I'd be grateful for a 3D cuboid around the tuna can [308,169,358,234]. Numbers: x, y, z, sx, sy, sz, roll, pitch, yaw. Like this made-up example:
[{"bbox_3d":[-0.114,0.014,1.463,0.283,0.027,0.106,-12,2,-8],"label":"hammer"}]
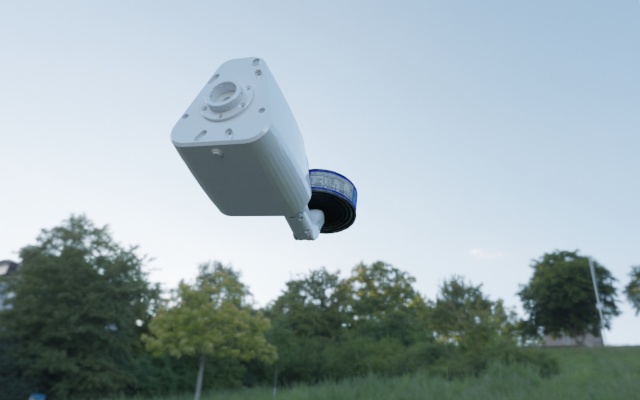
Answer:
[{"bbox_3d":[0.000,0.001,0.554,0.086,0.033,0.086,6,-36,4],"label":"tuna can"}]
